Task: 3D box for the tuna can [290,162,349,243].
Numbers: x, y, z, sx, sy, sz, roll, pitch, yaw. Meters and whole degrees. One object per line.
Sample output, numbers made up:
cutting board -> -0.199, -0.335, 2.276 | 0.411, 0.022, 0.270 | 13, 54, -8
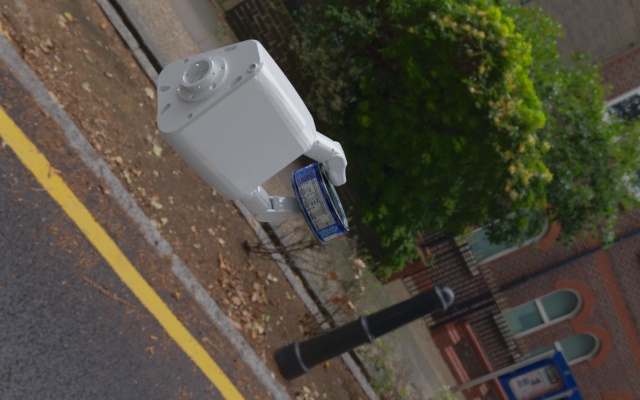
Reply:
tuna can -> 0.001, 0.002, 0.528 | 0.034, 0.086, 0.086 | -23, -3, 8
